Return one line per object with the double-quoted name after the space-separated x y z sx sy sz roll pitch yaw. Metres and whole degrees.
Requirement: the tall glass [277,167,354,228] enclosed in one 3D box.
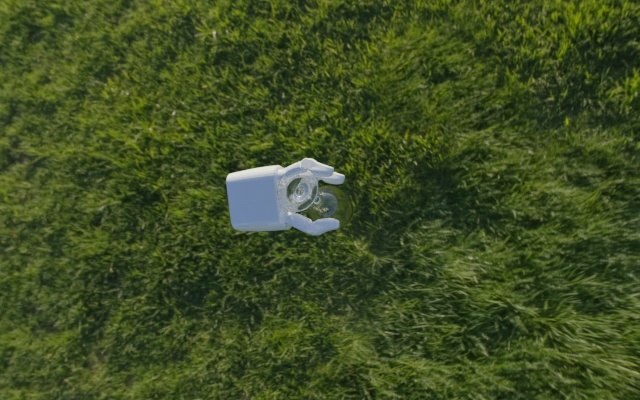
0.000 0.003 0.861 0.079 0.079 0.201 0 -12 23 "tall glass"
